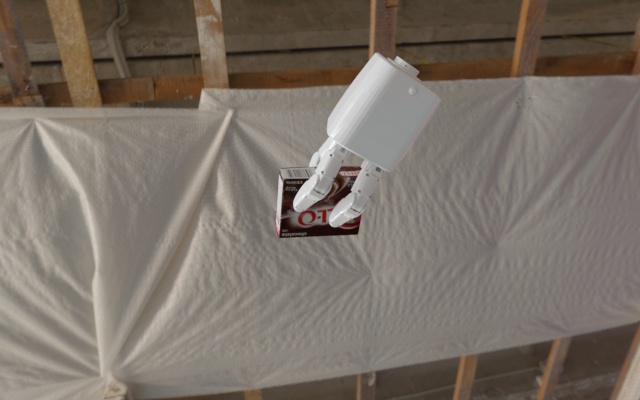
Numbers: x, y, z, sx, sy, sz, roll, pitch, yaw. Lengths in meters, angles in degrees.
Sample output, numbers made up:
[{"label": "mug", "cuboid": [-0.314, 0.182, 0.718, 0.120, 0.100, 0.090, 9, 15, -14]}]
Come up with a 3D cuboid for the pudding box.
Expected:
[{"label": "pudding box", "cuboid": [0.000, 0.002, 0.624, 0.113, 0.090, 0.039, -1, 31, -12]}]
